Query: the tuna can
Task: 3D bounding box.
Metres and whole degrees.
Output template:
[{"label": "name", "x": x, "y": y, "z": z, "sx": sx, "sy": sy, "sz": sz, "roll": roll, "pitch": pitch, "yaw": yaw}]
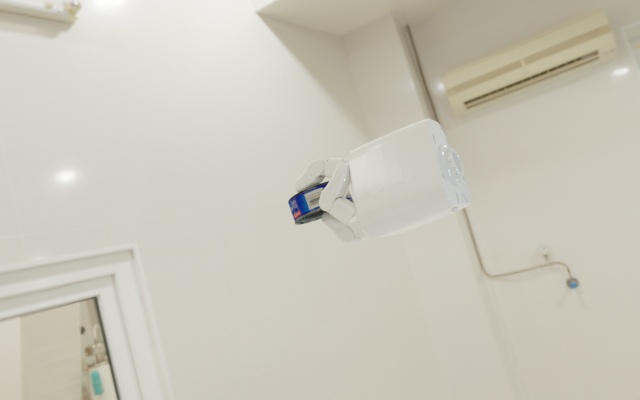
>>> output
[{"label": "tuna can", "x": 0.000, "y": 0.002, "z": 0.648, "sx": 0.086, "sy": 0.033, "sz": 0.086, "roll": -20, "pitch": -9, "yaw": -3}]
